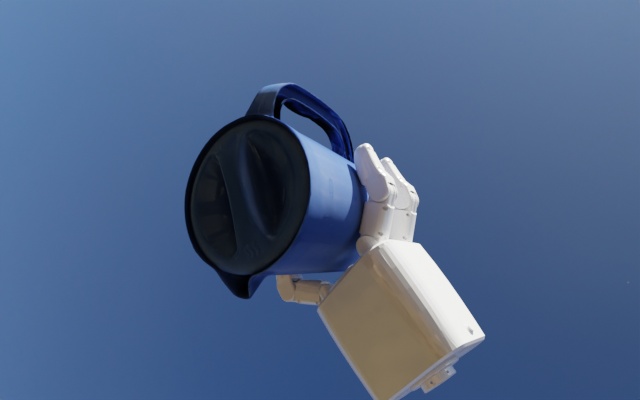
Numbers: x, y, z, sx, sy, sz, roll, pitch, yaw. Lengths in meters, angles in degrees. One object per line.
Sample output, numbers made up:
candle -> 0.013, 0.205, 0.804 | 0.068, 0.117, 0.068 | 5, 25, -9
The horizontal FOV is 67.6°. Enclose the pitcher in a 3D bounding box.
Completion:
pitcher -> 0.000, 0.002, 0.477 | 0.149, 0.145, 0.243 | -45, -29, 18
